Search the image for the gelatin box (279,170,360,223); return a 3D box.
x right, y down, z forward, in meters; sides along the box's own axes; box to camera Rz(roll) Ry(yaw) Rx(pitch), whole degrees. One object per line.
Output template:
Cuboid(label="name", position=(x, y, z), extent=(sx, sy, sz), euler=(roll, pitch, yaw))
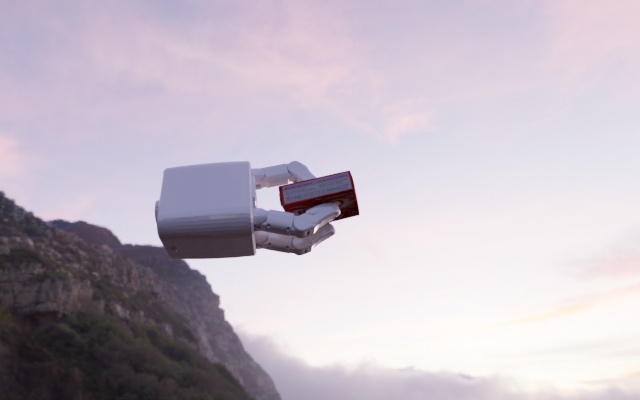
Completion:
Cuboid(label="gelatin box", position=(0.000, 0.001, 0.583), extent=(0.089, 0.030, 0.073), euler=(-13, -28, 3))
